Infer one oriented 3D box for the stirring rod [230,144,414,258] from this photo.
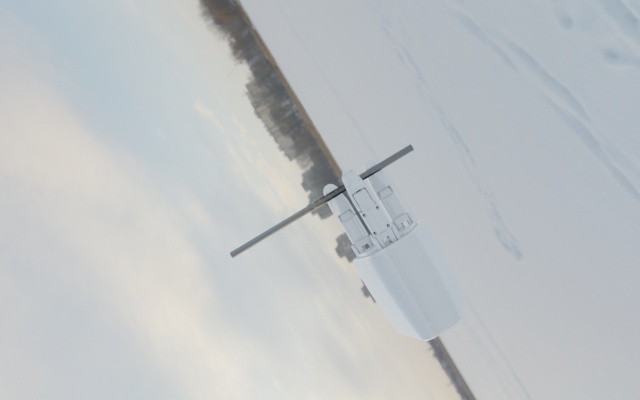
[{"bbox_3d":[0.000,0.002,0.544,0.239,0.011,0.011,-31,-2,4],"label":"stirring rod"}]
